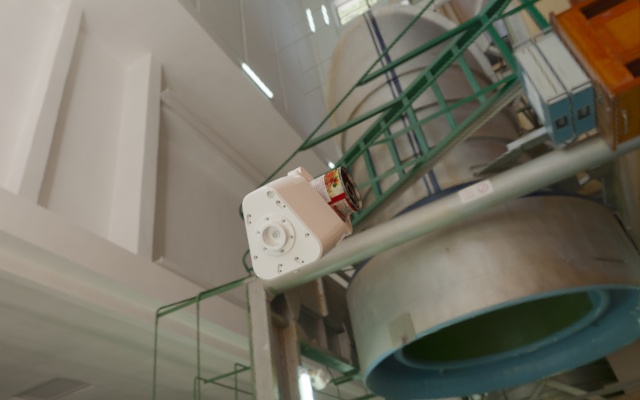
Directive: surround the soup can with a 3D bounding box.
[{"bbox_3d":[0.000,0.002,0.687,0.102,0.068,0.068,-25,-8,18],"label":"soup can"}]
